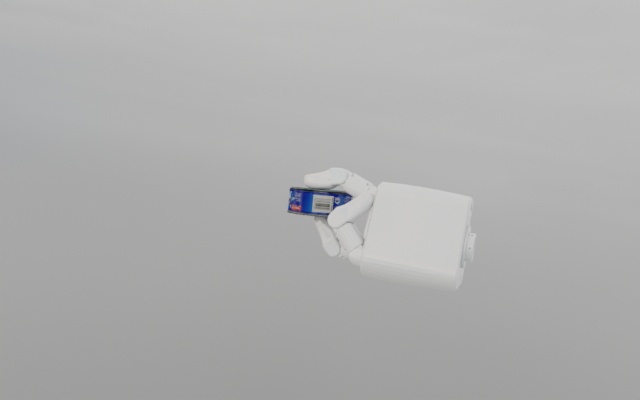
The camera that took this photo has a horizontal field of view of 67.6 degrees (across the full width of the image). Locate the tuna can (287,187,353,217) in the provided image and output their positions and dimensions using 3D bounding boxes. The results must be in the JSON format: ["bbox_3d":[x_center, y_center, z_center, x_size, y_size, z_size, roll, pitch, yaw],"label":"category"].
[{"bbox_3d":[0.000,0.001,0.626,0.086,0.034,0.086,5,3,0],"label":"tuna can"}]
